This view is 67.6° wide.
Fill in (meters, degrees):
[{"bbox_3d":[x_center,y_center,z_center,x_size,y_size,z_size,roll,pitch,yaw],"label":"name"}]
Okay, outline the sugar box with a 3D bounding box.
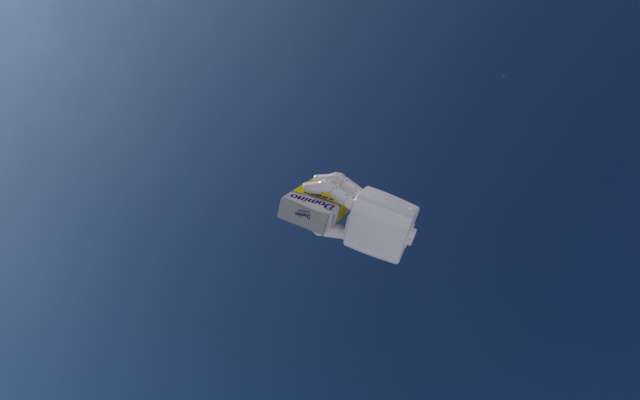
[{"bbox_3d":[0.000,0.002,0.888,0.093,0.048,0.176,21,20,14],"label":"sugar box"}]
